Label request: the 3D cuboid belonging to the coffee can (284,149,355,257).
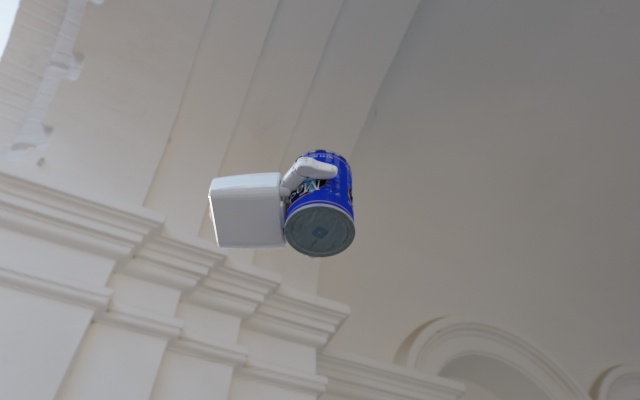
[{"bbox_3d":[0.000,0.002,0.740,0.103,0.103,0.140,0,40,1],"label":"coffee can"}]
